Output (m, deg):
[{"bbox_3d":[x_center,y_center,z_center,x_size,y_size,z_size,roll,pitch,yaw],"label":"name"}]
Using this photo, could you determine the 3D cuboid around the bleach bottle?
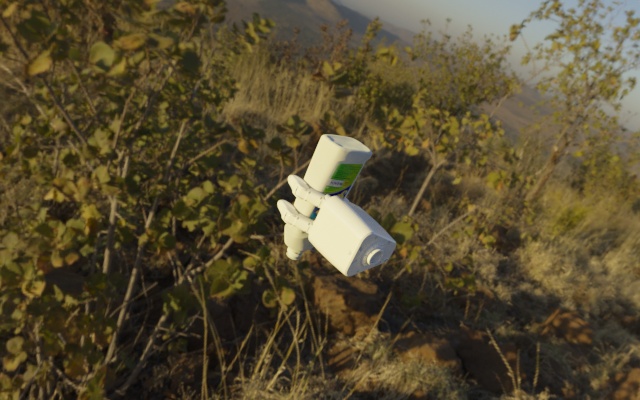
[{"bbox_3d":[0.000,0.003,0.895,0.102,0.251,0.068,0,33,-45],"label":"bleach bottle"}]
